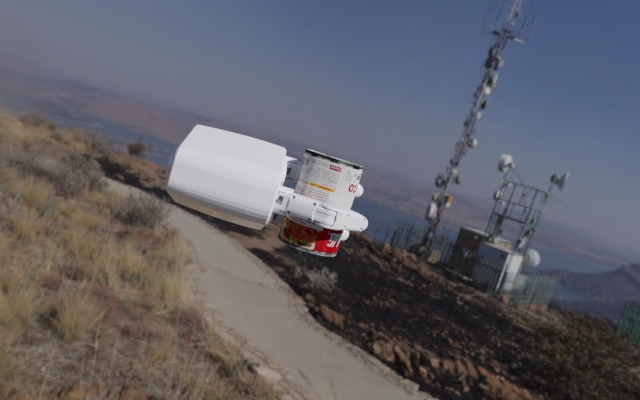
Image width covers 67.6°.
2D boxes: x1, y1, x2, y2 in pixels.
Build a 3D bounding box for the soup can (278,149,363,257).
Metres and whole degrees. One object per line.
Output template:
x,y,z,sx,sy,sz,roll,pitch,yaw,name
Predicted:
0.001,0.002,0.522,0.068,0.102,0.068,17,6,-2,soup can
